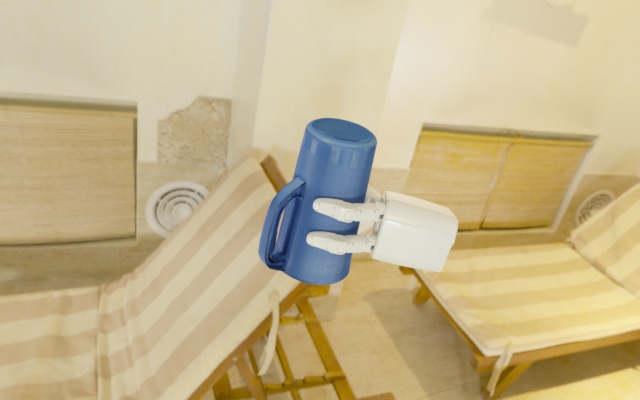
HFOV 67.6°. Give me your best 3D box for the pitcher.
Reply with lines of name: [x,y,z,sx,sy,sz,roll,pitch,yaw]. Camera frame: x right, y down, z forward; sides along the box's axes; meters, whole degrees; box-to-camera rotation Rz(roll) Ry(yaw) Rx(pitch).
pitcher: [0.000,0.002,0.741,0.145,0.243,0.149,15,27,4]
